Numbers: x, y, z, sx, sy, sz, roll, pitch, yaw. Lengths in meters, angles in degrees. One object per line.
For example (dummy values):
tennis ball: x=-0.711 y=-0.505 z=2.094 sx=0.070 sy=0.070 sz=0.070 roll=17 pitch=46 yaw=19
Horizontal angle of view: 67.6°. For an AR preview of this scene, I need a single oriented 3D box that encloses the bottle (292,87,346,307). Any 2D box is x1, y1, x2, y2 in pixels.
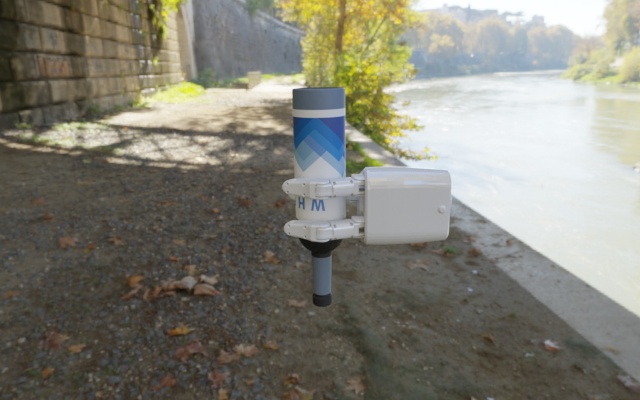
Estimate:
bottle: x=0.000 y=0.002 z=0.633 sx=0.069 sy=0.296 sz=0.069 roll=-1 pitch=16 yaw=0
